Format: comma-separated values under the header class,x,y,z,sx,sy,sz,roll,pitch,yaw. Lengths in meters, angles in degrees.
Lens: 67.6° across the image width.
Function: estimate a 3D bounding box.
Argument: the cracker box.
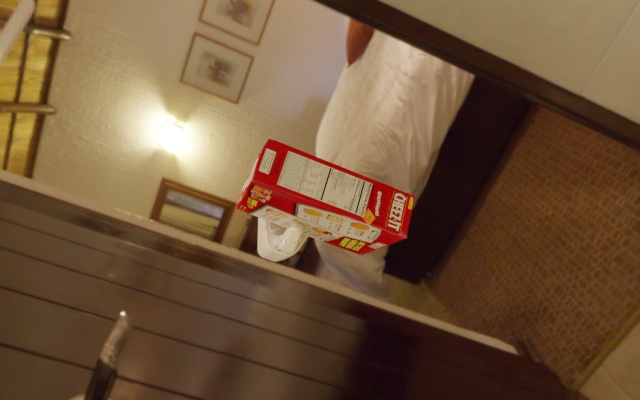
class,x,y,z,sx,sy,sz,roll,pitch,yaw
cracker box,0.000,0.002,0.675,0.214,0.072,0.164,20,-19,-11
